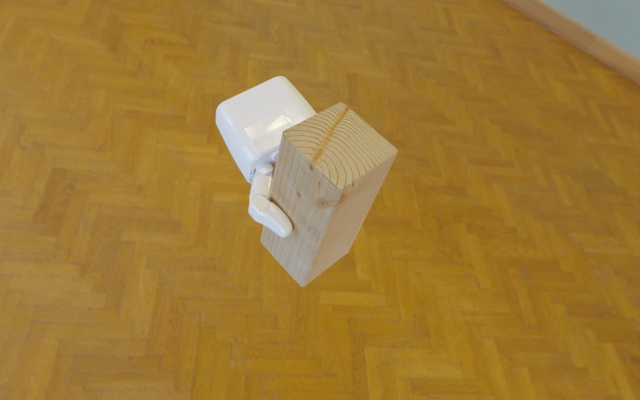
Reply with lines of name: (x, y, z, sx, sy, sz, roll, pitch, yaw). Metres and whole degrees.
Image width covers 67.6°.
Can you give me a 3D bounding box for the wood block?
wood block: (0.000, 0.002, 0.563, 0.091, 0.090, 0.206, -33, -23, -32)
